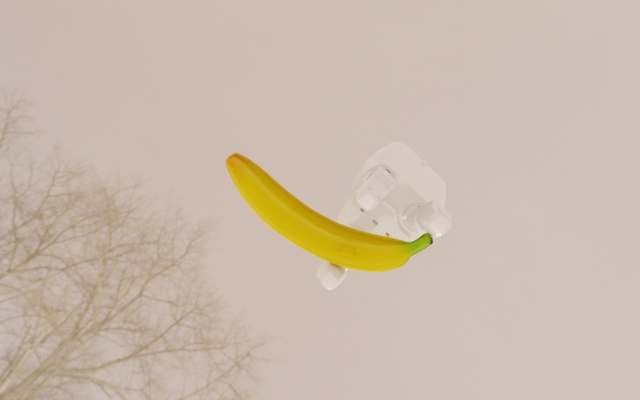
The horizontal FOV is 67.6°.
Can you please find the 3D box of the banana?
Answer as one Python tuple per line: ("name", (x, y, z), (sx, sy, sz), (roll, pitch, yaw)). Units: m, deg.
("banana", (-0.001, 0.019, 0.433), (0.198, 0.070, 0.037), (22, 27, 12))
